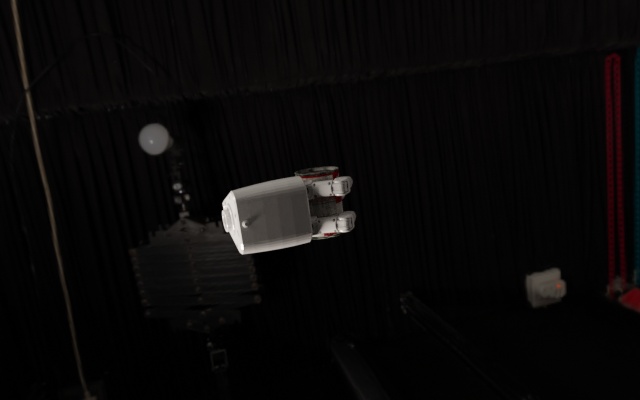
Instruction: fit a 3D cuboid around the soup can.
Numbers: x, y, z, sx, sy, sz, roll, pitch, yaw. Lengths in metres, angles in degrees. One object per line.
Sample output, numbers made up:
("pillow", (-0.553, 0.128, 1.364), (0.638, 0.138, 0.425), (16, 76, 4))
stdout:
("soup can", (0.001, 0.003, 0.743), (0.068, 0.102, 0.068), (-7, 10, 1))
